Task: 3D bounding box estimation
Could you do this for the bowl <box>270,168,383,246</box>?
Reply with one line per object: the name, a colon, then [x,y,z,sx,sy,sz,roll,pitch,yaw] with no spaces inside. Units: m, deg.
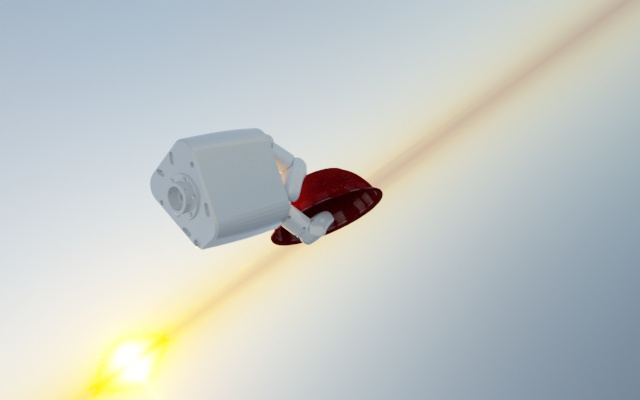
bowl: [0.001,0.002,0.645,0.162,0.055,0.162,-21,-18,-7]
